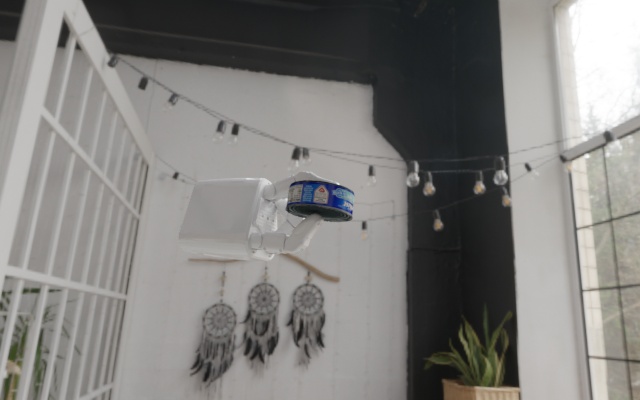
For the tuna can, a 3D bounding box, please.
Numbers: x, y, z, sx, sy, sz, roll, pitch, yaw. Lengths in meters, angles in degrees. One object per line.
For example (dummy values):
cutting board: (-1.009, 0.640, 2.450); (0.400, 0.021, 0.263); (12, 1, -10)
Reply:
tuna can: (0.000, 0.001, 0.606); (0.086, 0.033, 0.086); (8, -13, 2)
